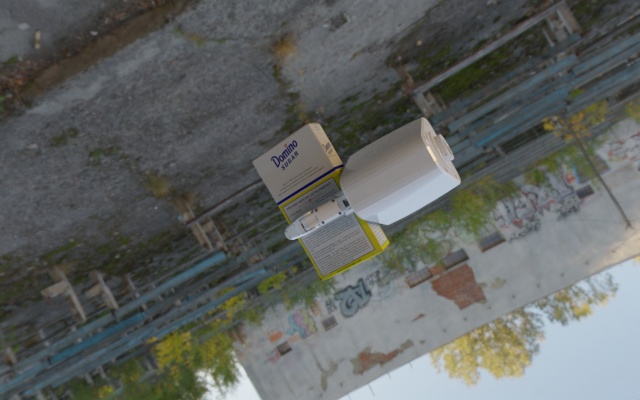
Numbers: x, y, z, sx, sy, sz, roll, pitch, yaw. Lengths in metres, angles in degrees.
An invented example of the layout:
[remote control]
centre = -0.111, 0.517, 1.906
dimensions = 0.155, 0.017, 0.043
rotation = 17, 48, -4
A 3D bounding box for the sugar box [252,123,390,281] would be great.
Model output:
[sugar box]
centre = 0.000, 0.002, 0.593
dimensions = 0.093, 0.176, 0.048
rotation = -30, -3, 22
